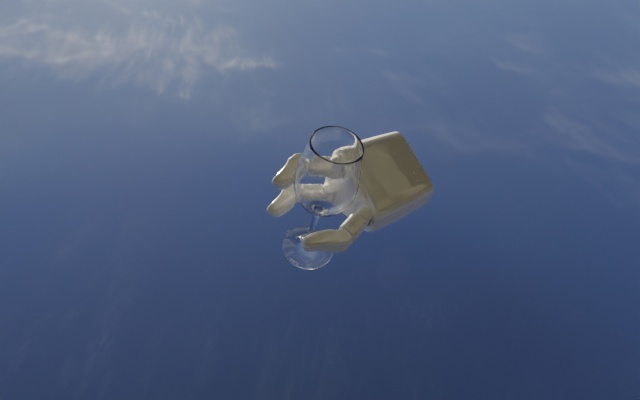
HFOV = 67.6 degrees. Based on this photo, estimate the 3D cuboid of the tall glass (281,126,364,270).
[{"bbox_3d":[0.000,0.002,0.597,0.079,0.079,0.201,0,-39,-13],"label":"tall glass"}]
